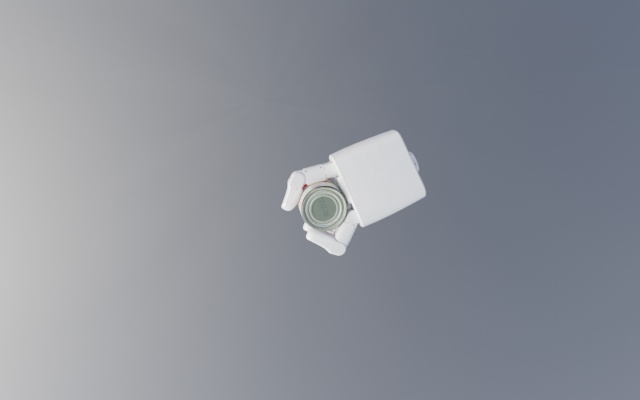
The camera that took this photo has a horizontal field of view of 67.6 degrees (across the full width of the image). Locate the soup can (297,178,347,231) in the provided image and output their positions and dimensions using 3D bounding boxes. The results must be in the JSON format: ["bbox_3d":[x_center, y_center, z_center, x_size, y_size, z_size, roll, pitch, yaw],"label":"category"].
[{"bbox_3d":[0.000,0.003,0.719,0.068,0.068,0.102,0,12,-7],"label":"soup can"}]
